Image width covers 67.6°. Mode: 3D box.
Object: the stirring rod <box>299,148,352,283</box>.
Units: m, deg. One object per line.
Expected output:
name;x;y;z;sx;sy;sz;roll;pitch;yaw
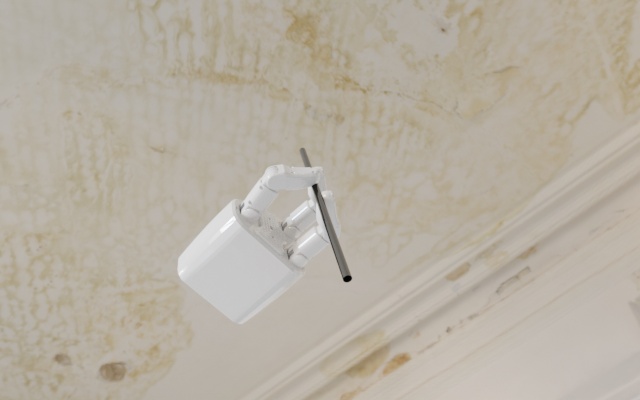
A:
stirring rod;0.000;0.002;0.500;0.011;0.011;0.239;0;32;-13
